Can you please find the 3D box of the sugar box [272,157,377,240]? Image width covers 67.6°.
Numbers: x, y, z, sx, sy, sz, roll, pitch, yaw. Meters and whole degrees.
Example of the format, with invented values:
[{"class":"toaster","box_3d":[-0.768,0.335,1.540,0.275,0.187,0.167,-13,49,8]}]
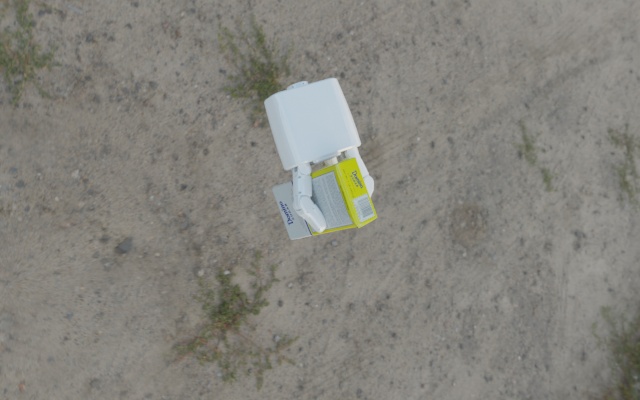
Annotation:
[{"class":"sugar box","box_3d":[0.001,0.002,0.718,0.048,0.093,0.176,-22,4,-34]}]
